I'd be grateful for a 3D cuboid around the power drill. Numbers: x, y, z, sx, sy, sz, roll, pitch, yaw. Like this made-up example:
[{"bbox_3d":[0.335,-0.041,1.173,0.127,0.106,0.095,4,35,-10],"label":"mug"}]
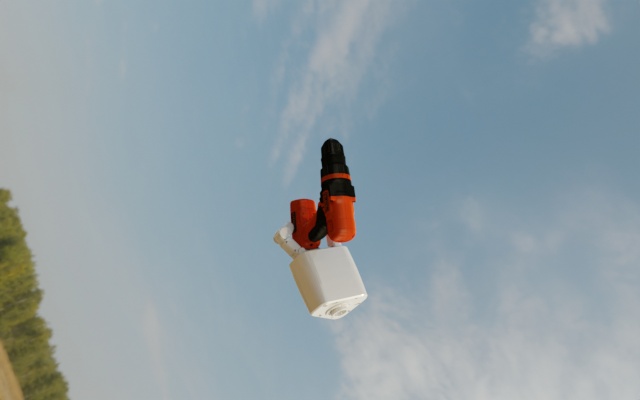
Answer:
[{"bbox_3d":[0.000,0.003,0.866,0.057,0.184,0.188,4,-21,-22],"label":"power drill"}]
